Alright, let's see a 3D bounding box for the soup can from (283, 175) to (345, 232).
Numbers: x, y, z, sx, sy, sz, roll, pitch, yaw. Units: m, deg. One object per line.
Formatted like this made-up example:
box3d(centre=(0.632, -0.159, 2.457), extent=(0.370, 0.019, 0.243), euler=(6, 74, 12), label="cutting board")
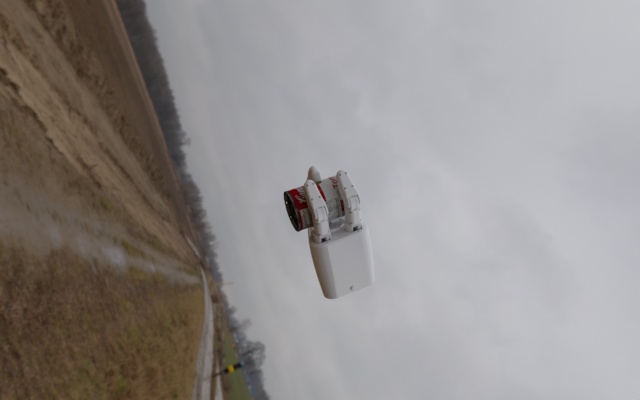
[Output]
box3d(centre=(0.000, 0.002, 0.764), extent=(0.102, 0.068, 0.068), euler=(-18, 5, -14), label="soup can")
